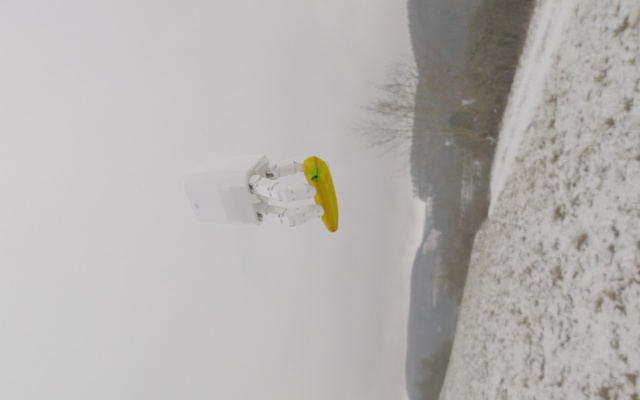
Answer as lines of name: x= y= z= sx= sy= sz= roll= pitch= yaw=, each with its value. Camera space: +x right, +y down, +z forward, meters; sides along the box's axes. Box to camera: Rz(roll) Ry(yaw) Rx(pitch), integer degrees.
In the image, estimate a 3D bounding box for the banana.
banana: x=0.000 y=-0.016 z=0.748 sx=0.037 sy=0.069 sz=0.198 roll=-3 pitch=-26 yaw=11
